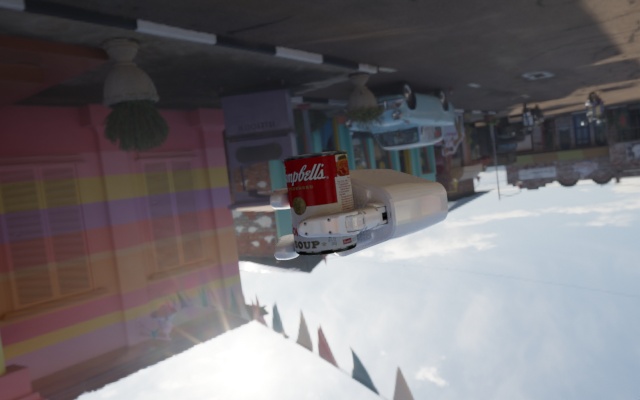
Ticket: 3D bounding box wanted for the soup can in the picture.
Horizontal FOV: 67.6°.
[{"bbox_3d":[0.000,0.002,0.505,0.068,0.102,0.068,-7,4,0],"label":"soup can"}]
